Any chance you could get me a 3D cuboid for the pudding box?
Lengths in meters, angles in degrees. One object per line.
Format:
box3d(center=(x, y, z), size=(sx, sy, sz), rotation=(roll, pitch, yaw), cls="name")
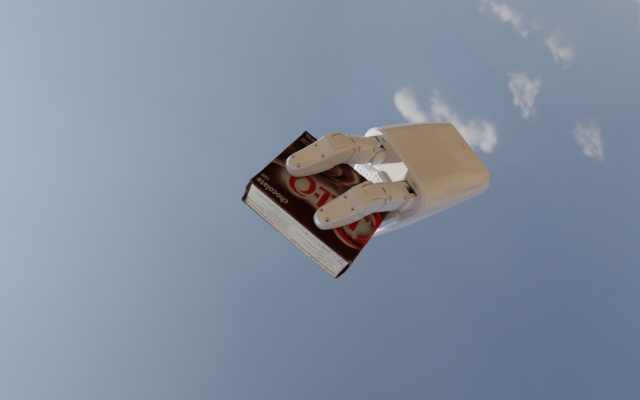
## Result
box3d(center=(0.000, 0.001, 0.434), size=(0.090, 0.113, 0.039), rotation=(-48, -7, -42), cls="pudding box")
